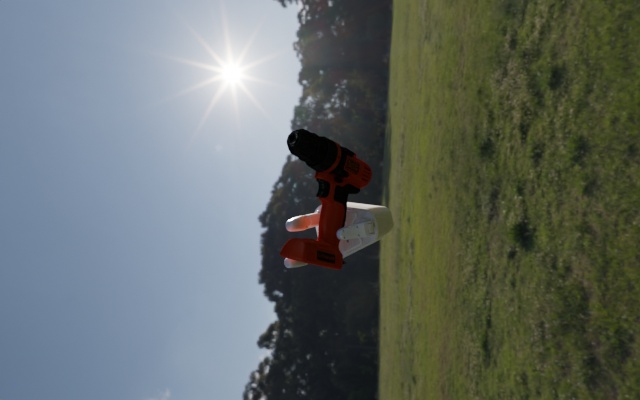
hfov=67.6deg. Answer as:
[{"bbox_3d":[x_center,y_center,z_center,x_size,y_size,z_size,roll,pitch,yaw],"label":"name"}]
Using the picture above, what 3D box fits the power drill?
[{"bbox_3d":[0.000,0.003,0.717,0.057,0.187,0.184,10,-8,42],"label":"power drill"}]
